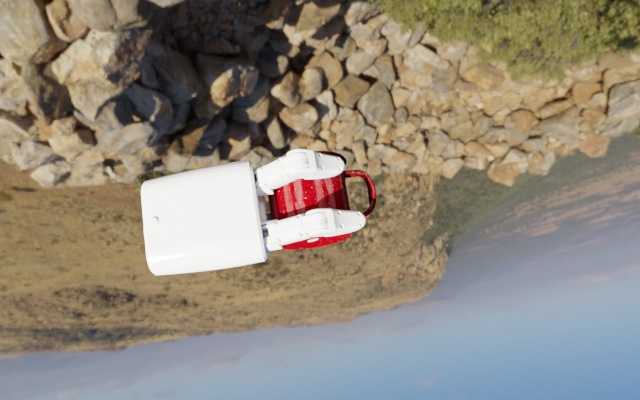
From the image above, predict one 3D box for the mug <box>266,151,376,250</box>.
[{"bbox_3d":[0.002,0.002,0.496,0.117,0.081,0.093,-9,-15,-3],"label":"mug"}]
